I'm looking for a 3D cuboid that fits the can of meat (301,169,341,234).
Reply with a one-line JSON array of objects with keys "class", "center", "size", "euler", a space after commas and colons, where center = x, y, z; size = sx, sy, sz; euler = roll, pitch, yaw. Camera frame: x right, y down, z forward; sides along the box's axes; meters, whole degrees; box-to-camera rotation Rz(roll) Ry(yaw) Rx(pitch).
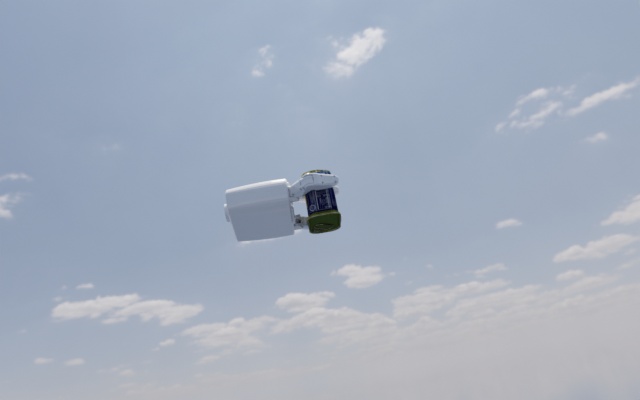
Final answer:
[{"class": "can of meat", "center": [0.000, 0.002, 0.834], "size": [0.057, 0.084, 0.102], "euler": [-10, -20, -2]}]
